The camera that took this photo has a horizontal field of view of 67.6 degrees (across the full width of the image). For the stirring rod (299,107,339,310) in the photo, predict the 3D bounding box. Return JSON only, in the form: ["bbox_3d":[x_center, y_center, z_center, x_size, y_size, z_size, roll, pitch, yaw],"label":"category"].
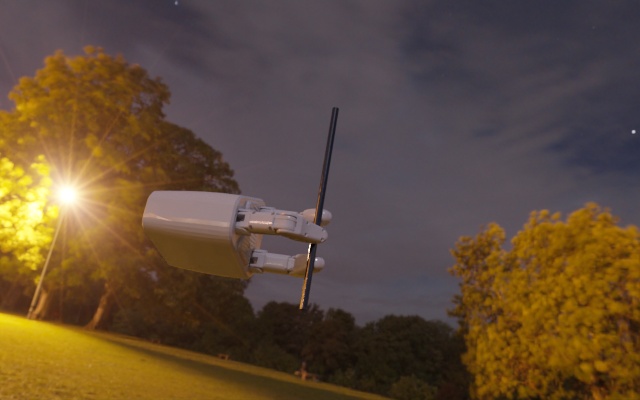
[{"bbox_3d":[0.000,0.002,0.539,0.011,0.239,0.011,8,-18,3],"label":"stirring rod"}]
